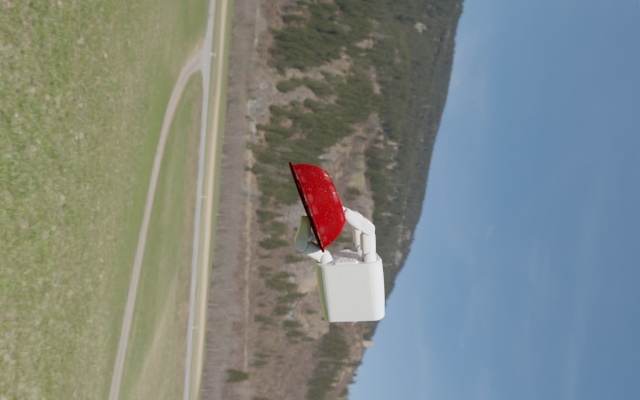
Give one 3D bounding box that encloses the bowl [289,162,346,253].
[{"bbox_3d":[0.000,0.001,0.790,0.055,0.162,0.162,-21,1,-4],"label":"bowl"}]
